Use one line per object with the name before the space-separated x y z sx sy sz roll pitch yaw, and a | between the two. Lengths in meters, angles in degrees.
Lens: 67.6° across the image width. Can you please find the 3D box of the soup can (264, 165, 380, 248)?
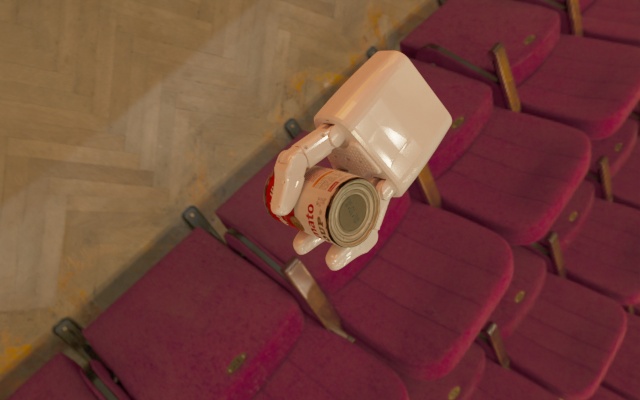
soup can | 0.000 0.002 0.469 0.068 0.068 0.102 0 12 -40
